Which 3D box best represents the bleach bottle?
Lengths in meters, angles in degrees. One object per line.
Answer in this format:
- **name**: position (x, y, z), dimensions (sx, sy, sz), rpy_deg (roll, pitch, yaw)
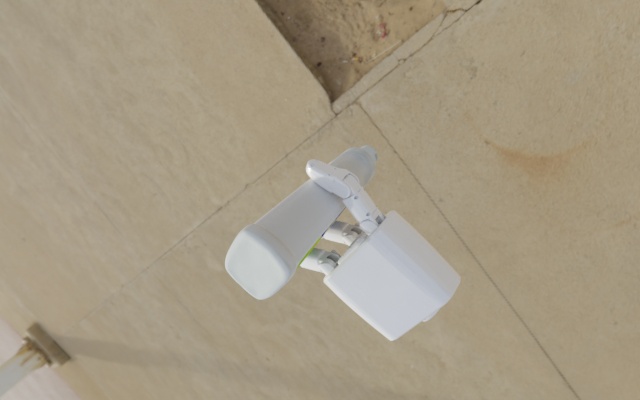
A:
- **bleach bottle**: position (0.000, 0.002, 0.557), dimensions (0.250, 0.068, 0.103), rpy_deg (-45, -3, -39)
